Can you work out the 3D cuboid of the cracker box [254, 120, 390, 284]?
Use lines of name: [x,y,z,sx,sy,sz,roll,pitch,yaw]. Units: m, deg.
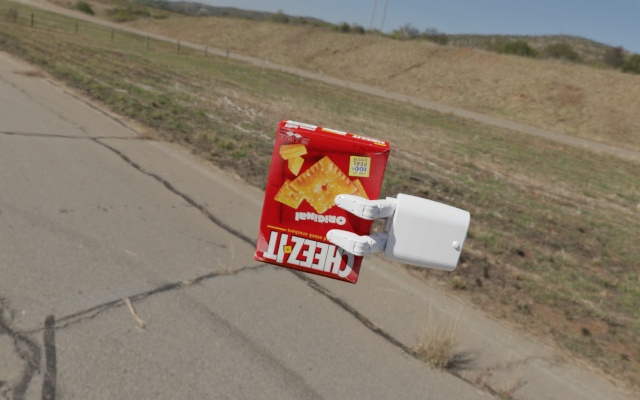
cracker box: [0.000,0.002,0.715,0.164,0.214,0.072,13,16,3]
